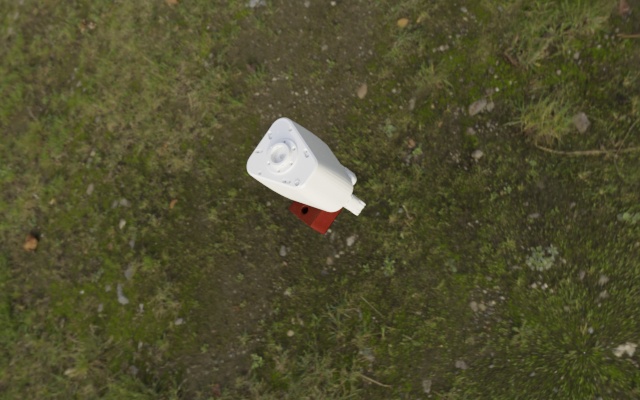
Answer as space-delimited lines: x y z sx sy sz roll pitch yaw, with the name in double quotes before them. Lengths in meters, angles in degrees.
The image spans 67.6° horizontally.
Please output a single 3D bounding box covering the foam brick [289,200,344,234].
"foam brick" 0.000 0.003 0.734 0.053 0.078 0.051 38 5 32
